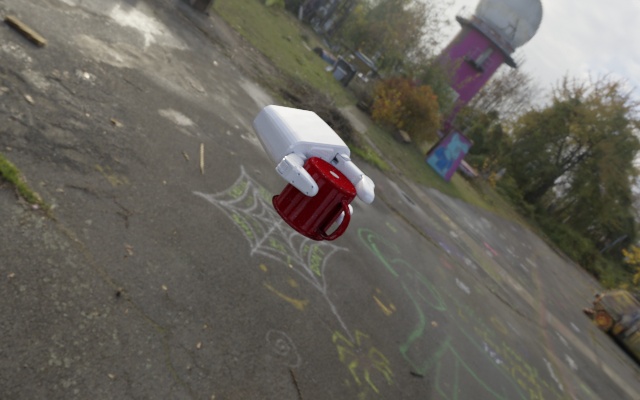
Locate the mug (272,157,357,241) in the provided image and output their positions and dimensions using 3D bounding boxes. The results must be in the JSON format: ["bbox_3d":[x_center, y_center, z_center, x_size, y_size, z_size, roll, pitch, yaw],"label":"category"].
[{"bbox_3d":[0.001,0.003,0.642,0.093,0.081,0.117,22,24,-45],"label":"mug"}]
